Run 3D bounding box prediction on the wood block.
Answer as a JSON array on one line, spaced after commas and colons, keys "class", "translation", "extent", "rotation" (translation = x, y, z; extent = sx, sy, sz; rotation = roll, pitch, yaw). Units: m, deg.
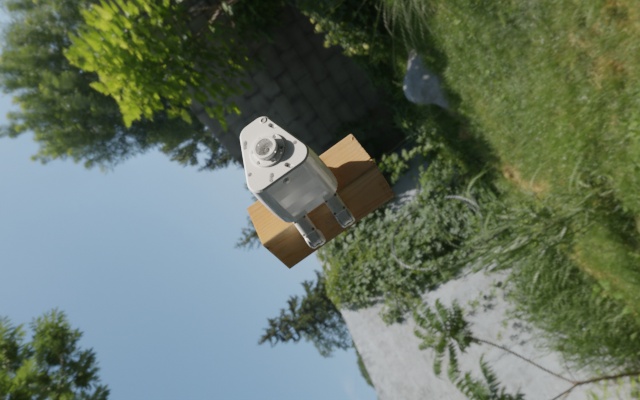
[{"class": "wood block", "translation": [0.000, 0.002, 0.761], "extent": [0.206, 0.090, 0.090], "rotation": [-35, -42, 4]}]
